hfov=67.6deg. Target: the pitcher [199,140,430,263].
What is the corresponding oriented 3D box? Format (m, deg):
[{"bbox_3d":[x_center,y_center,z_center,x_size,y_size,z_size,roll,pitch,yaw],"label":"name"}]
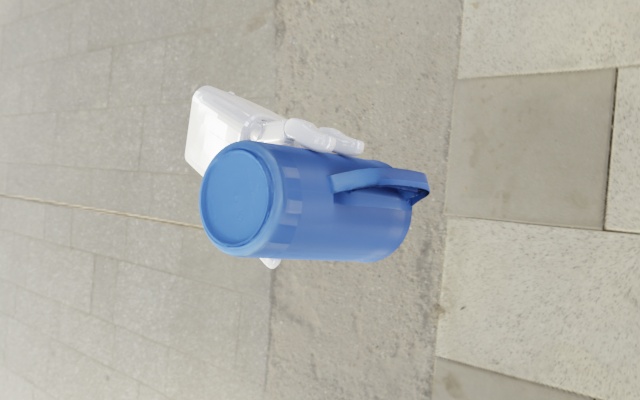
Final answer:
[{"bbox_3d":[0.000,0.002,0.522,0.145,0.149,0.243,35,16,32],"label":"pitcher"}]
